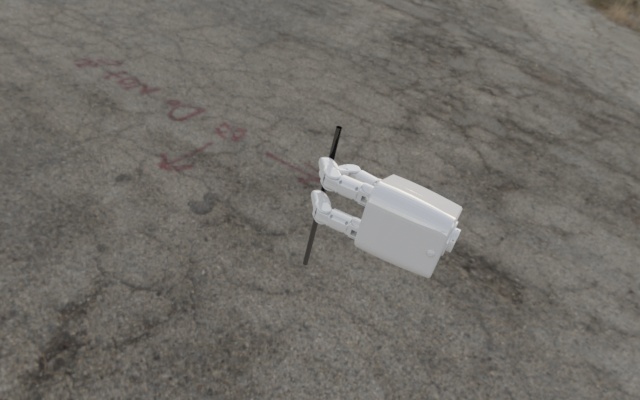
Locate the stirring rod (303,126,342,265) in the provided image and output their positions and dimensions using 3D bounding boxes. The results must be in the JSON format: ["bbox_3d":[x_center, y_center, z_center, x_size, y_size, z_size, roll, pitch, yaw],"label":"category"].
[{"bbox_3d":[0.000,0.002,0.686,0.011,0.240,0.011,10,34,-7],"label":"stirring rod"}]
